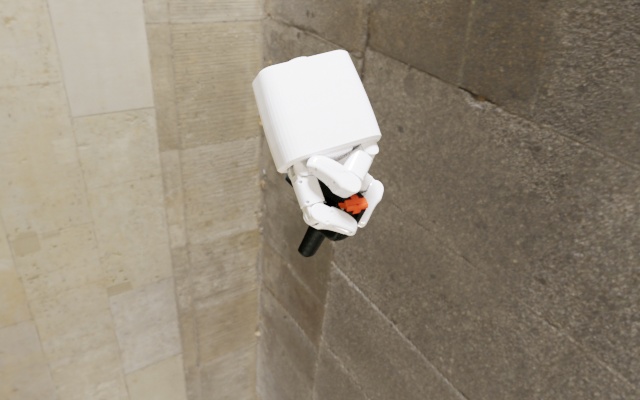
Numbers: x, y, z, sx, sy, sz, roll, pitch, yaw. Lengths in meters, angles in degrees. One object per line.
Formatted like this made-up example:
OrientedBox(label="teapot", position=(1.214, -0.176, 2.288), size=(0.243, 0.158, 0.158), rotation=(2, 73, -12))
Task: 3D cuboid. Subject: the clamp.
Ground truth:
OrientedBox(label="clamp", position=(0.000, 0.002, 0.594), size=(0.039, 0.120, 0.171), rotation=(-16, -6, -30))
